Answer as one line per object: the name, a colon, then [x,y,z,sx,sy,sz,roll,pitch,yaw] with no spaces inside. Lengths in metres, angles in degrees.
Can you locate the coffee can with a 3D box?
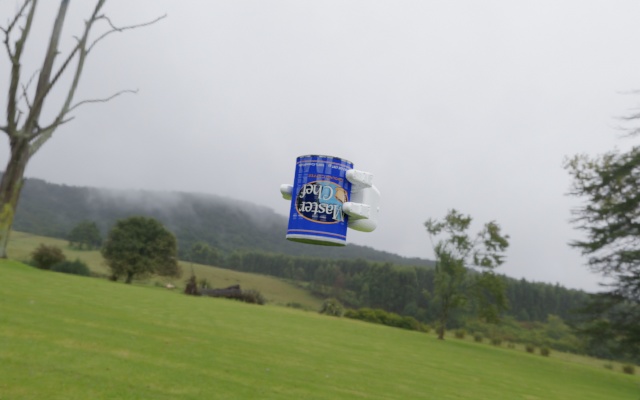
coffee can: [0.000,0.003,0.815,0.103,0.140,0.103,6,-9,1]
